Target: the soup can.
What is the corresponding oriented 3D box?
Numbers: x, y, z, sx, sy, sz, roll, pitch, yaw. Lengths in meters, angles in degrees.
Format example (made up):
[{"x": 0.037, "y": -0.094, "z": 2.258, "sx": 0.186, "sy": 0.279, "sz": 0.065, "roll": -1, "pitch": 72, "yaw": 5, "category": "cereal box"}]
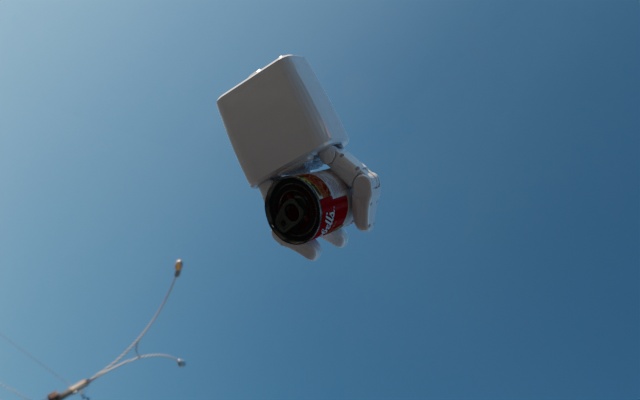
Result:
[{"x": 0.001, "y": 0.002, "z": 0.499, "sx": 0.068, "sy": 0.068, "sz": 0.102, "roll": 0, "pitch": 9, "yaw": 35, "category": "soup can"}]
